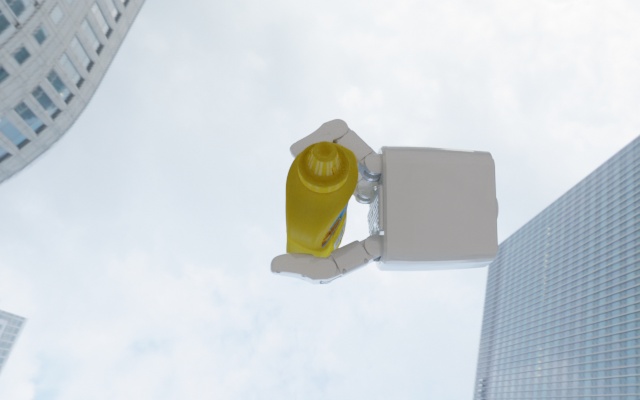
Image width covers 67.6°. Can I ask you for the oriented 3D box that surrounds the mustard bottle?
[{"bbox_3d":[0.000,0.001,0.441,0.058,0.096,0.192,23,-22,7],"label":"mustard bottle"}]
